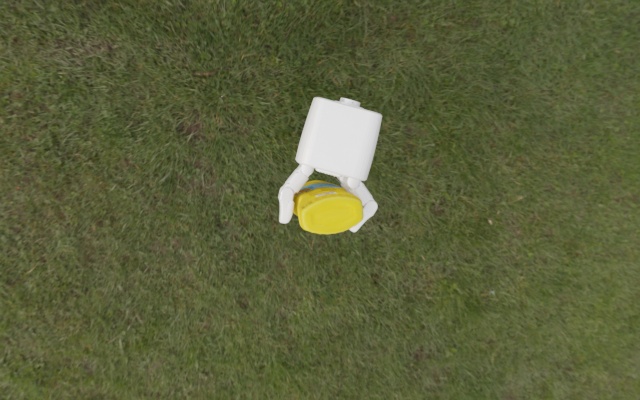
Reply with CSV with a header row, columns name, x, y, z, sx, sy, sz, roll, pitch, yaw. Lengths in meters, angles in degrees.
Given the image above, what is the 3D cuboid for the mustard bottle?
name,x,y,z,sx,sy,sz,roll,pitch,yaw
mustard bottle,0.000,0.003,0.787,0.096,0.058,0.191,-11,14,-9
